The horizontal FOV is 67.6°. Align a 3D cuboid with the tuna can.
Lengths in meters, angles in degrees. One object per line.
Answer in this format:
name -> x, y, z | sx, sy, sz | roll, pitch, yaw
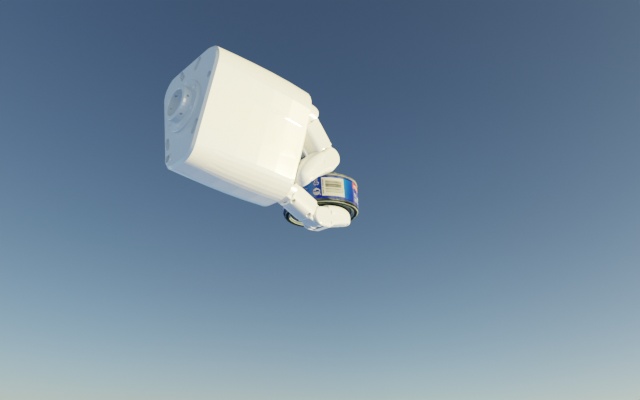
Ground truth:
tuna can -> 0.000, 0.002, 0.538 | 0.086, 0.033, 0.086 | -3, -23, -1
